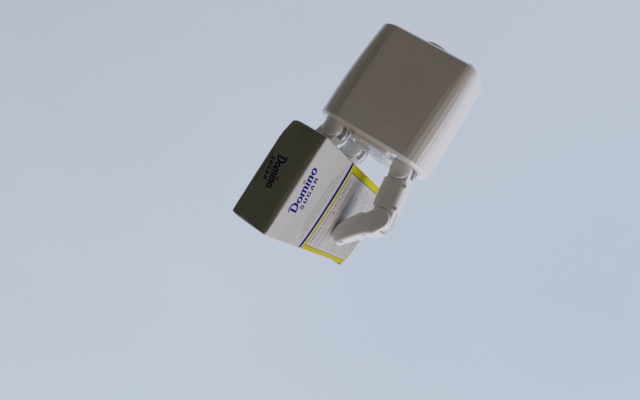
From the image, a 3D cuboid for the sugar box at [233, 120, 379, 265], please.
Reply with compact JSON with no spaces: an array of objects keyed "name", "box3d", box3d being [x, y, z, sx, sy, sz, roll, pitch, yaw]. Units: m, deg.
[{"name":"sugar box","box3d":[0.000,0.001,0.452,0.048,0.093,0.176,33,-1,30]}]
